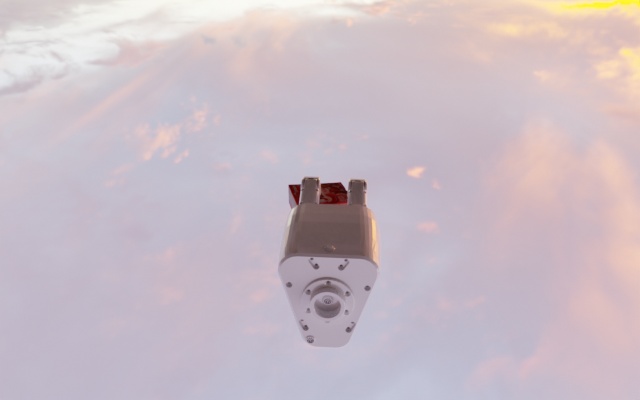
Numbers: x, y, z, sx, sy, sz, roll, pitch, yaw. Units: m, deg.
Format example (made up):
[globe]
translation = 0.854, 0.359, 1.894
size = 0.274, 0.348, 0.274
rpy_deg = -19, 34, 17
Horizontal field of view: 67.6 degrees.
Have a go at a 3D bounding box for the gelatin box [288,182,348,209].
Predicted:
[gelatin box]
translation = 0.000, 0.002, 0.607
size = 0.073, 0.030, 0.089
rpy_deg = -3, 19, -10
